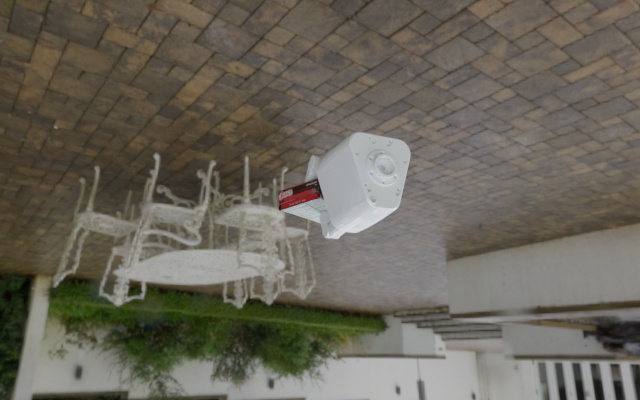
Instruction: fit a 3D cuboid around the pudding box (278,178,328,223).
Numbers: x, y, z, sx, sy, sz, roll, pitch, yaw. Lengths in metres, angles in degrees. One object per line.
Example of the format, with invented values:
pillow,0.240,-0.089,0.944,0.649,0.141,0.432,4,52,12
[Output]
pudding box,0.000,0.003,0.782,0.090,0.039,0.113,-16,-25,36
